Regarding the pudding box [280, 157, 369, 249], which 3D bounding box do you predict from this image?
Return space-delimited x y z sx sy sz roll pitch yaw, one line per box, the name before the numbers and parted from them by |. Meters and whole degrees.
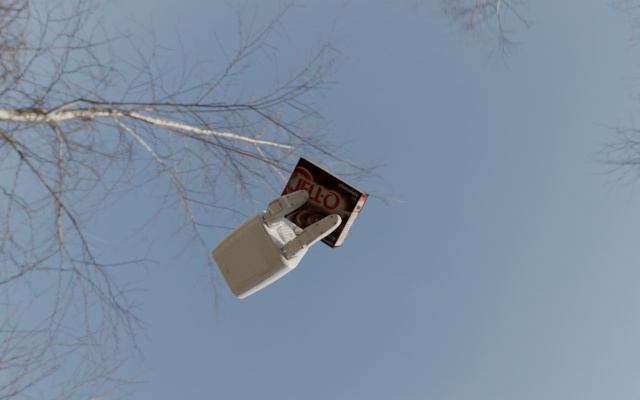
pudding box | 0.000 0.002 0.690 0.113 0.090 0.039 31 11 19
